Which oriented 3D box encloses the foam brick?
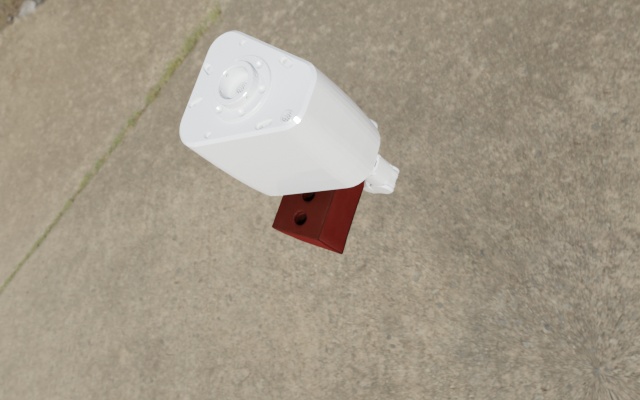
[{"bbox_3d":[0.000,0.002,0.436,0.053,0.078,0.051,13,-10,30],"label":"foam brick"}]
